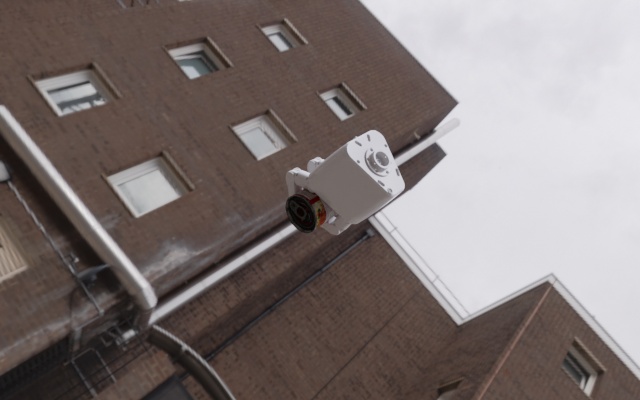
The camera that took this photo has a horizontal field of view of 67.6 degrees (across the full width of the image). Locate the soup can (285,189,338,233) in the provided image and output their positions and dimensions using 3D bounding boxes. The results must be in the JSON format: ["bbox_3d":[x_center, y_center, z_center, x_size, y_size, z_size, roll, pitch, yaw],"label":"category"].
[{"bbox_3d":[0.000,0.003,0.807,0.068,0.068,0.102,0,23,45],"label":"soup can"}]
